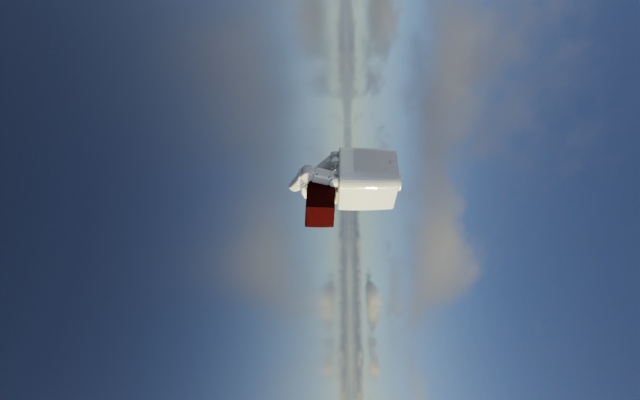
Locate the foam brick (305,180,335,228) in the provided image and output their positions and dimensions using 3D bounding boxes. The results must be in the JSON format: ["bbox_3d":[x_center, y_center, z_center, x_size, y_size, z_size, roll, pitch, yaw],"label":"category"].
[{"bbox_3d":[0.000,0.003,0.846,0.051,0.078,0.053,3,-44,0],"label":"foam brick"}]
